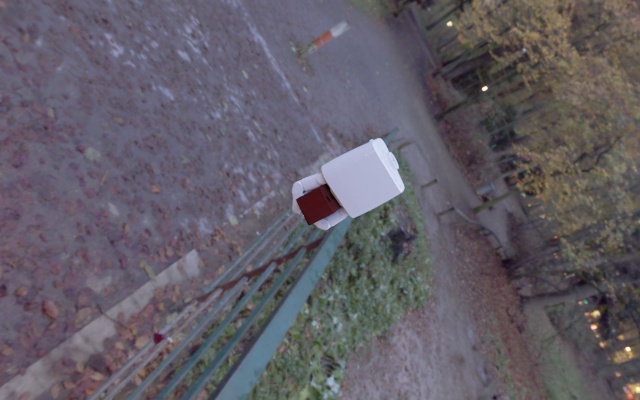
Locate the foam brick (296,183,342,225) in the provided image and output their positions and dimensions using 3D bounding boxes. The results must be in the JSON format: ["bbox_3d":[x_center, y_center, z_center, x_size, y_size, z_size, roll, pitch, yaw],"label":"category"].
[{"bbox_3d":[0.000,0.003,0.850,0.051,0.053,0.078,-27,3,21],"label":"foam brick"}]
